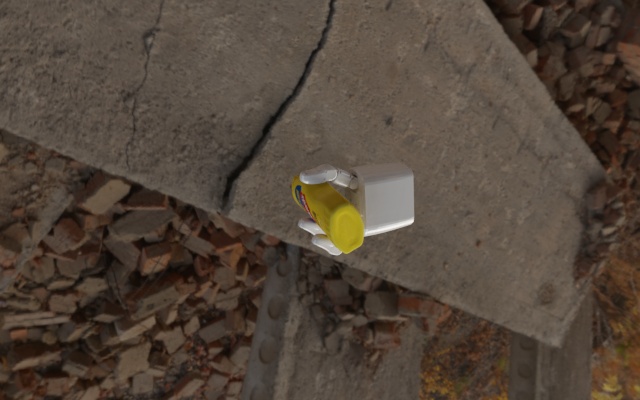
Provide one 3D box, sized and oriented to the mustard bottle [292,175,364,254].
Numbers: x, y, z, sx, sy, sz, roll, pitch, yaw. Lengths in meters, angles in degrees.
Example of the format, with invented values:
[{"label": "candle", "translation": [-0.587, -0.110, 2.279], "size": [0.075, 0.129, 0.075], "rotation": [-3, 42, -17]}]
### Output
[{"label": "mustard bottle", "translation": [0.000, 0.003, 0.799], "size": [0.058, 0.096, 0.191], "rotation": [-31, 38, -11]}]
